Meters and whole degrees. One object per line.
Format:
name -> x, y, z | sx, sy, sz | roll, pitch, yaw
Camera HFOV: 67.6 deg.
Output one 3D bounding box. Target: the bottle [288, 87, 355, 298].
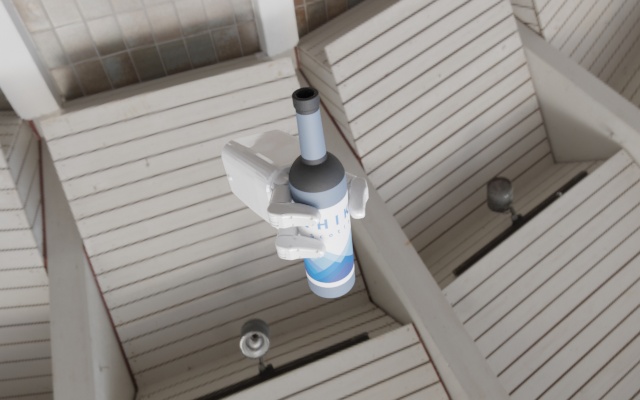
bottle -> 0.000, 0.002, 0.573 | 0.069, 0.296, 0.069 | -4, 42, 4
